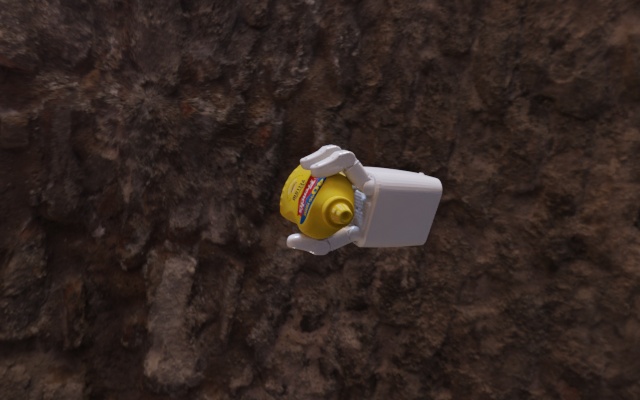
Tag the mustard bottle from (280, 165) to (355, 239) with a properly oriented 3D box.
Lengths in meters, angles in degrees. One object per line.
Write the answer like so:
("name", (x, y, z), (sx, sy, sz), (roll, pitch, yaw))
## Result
("mustard bottle", (0.000, 0.002, 0.663), (0.058, 0.096, 0.191), (28, 1, -22))
